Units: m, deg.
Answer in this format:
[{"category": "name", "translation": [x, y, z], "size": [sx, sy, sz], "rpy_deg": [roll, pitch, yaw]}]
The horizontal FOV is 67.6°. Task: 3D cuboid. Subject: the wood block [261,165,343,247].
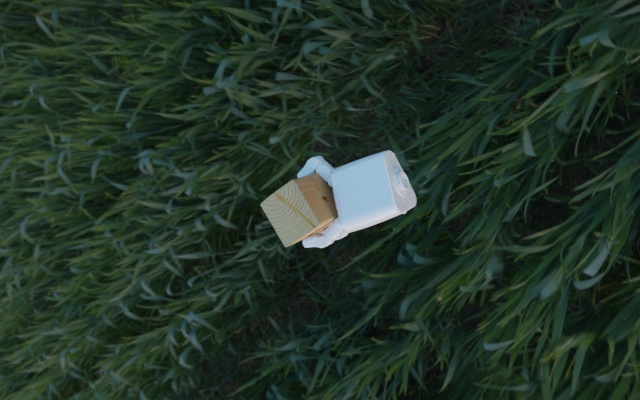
[{"category": "wood block", "translation": [0.000, 0.002, 0.883], "size": [0.090, 0.091, 0.206], "rpy_deg": [-35, -8, 32]}]
